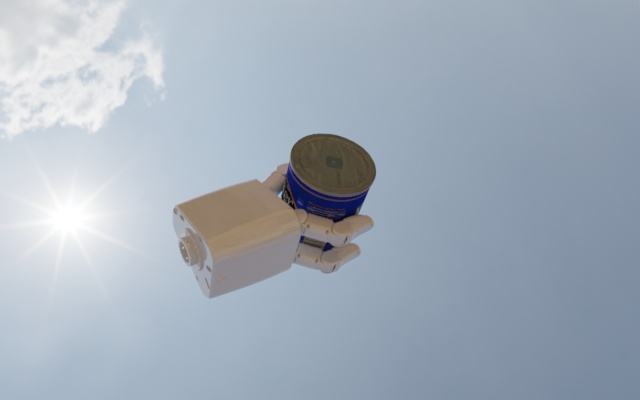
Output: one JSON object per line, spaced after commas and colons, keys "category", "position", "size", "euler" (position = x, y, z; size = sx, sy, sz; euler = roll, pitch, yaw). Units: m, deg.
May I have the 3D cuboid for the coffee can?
{"category": "coffee can", "position": [0.000, 0.002, 0.600], "size": [0.103, 0.102, 0.140], "euler": [0, -43, -18]}
